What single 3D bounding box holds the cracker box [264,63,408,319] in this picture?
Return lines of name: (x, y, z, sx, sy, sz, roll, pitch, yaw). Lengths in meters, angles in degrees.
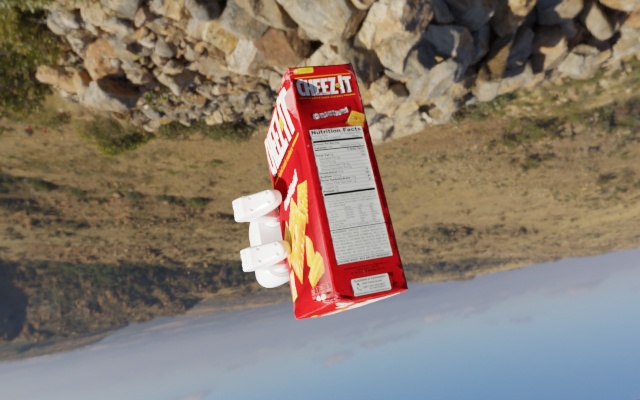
cracker box: (0.000, 0.002, 0.475, 0.072, 0.213, 0.164, -8, -15, -17)
